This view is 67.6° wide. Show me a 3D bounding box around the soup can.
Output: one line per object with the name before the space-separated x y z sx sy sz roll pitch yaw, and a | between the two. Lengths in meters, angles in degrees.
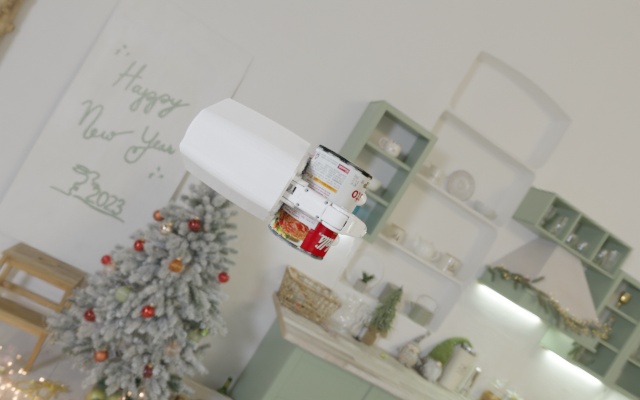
soup can | 0.001 0.002 0.498 0.068 0.102 0.068 32 3 -2
